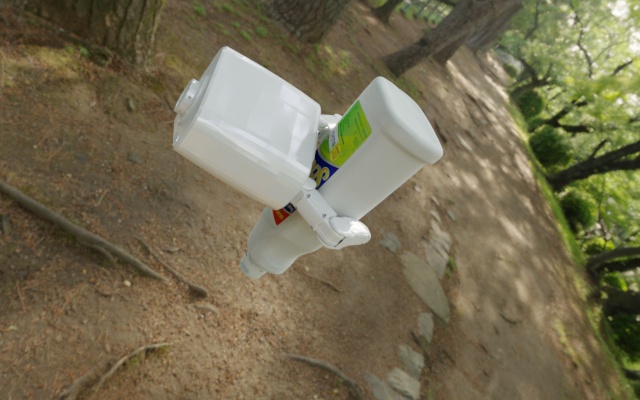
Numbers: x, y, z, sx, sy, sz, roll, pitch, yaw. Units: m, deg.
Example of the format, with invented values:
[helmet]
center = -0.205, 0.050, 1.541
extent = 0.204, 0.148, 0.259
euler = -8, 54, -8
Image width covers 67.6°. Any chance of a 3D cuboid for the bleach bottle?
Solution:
[bleach bottle]
center = 0.000, 0.001, 0.473
extent = 0.068, 0.251, 0.102
euler = 30, 30, -27
